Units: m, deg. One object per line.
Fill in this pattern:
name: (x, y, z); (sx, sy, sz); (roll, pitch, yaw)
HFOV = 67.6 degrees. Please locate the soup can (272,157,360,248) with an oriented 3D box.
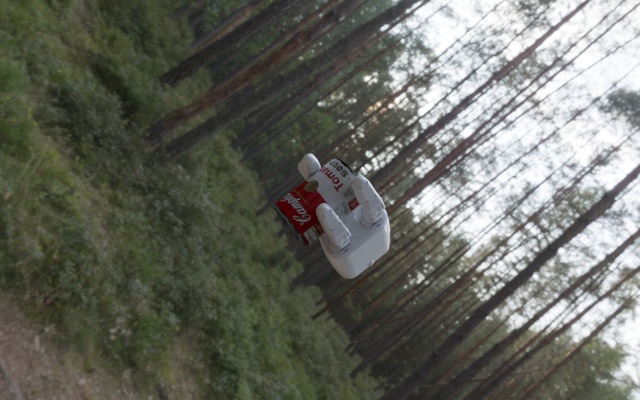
soup can: (0.000, 0.001, 0.601); (0.102, 0.068, 0.068); (-38, 6, -7)
